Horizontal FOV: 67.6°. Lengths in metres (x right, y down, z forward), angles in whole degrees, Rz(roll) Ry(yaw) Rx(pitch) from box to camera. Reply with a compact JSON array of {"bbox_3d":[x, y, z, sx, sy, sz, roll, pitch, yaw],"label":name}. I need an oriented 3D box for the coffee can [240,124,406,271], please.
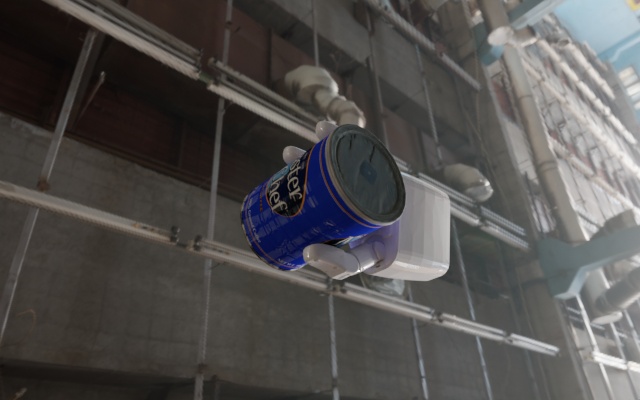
[{"bbox_3d":[0.000,0.002,0.485,0.103,0.102,0.140,0,-24,-46],"label":"coffee can"}]
